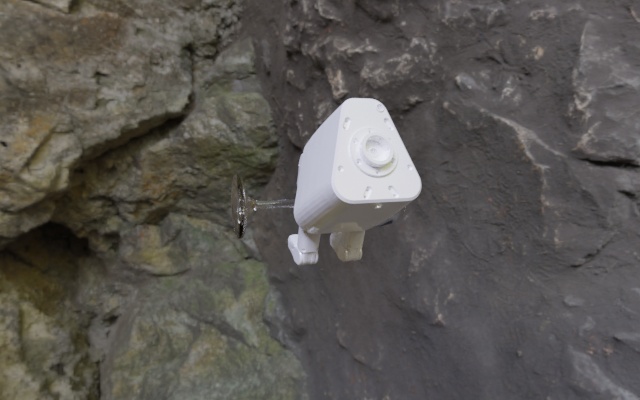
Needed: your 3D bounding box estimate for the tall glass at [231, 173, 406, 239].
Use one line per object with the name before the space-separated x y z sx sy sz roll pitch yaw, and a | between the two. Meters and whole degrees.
tall glass | -0.001 0.002 0.570 0.201 0.079 0.079 -3 1 -21
